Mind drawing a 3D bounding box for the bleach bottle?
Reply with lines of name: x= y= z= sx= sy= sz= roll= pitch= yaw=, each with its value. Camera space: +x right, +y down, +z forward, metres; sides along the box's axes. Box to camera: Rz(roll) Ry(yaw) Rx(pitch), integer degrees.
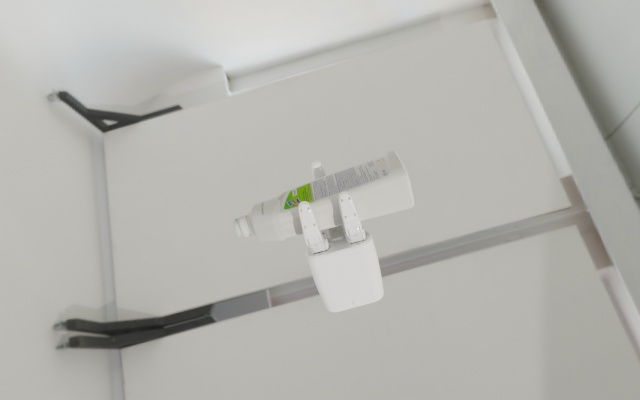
bleach bottle: x=0.000 y=0.002 z=0.688 sx=0.251 sy=0.068 sz=0.102 roll=-16 pitch=26 yaw=3
